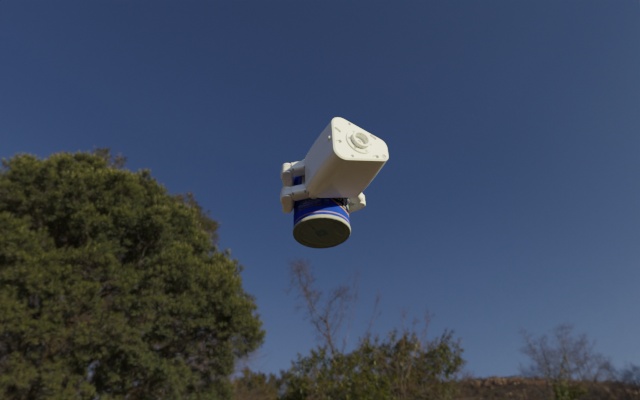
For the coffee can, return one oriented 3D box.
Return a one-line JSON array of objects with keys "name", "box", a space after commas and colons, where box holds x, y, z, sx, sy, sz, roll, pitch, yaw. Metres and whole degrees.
[{"name": "coffee can", "box": [0.000, 0.003, 0.882, 0.103, 0.140, 0.103, -2, -36, -1]}]
